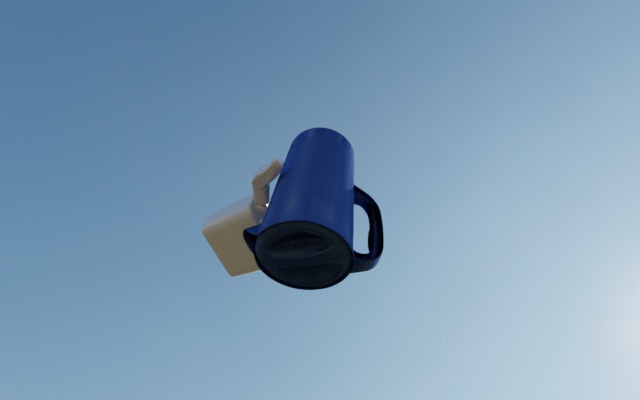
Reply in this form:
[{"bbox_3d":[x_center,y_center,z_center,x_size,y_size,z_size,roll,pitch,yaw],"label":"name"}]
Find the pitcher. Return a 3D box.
[{"bbox_3d":[0.000,0.002,0.702,0.145,0.149,0.242,-24,34,27],"label":"pitcher"}]
